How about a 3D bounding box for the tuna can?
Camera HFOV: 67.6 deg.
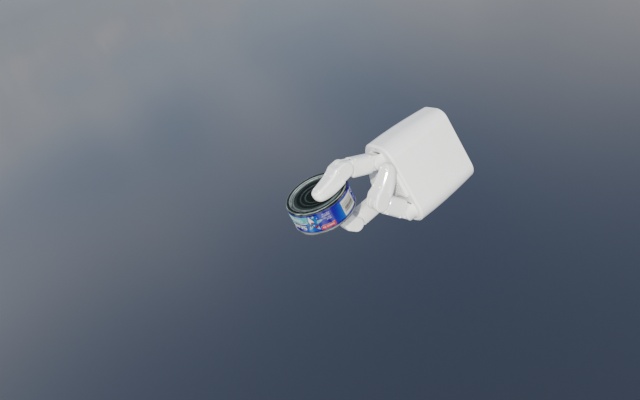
[{"bbox_3d":[0.000,0.002,0.604,0.086,0.034,0.086,-19,33,13],"label":"tuna can"}]
